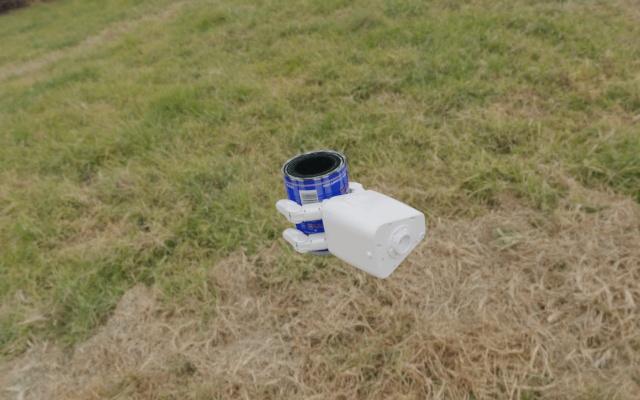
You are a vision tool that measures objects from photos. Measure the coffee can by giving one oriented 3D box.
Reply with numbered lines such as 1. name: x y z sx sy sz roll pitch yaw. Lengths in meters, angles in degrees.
1. coffee can: 0.000 0.003 0.777 0.103 0.140 0.102 -8 29 5
